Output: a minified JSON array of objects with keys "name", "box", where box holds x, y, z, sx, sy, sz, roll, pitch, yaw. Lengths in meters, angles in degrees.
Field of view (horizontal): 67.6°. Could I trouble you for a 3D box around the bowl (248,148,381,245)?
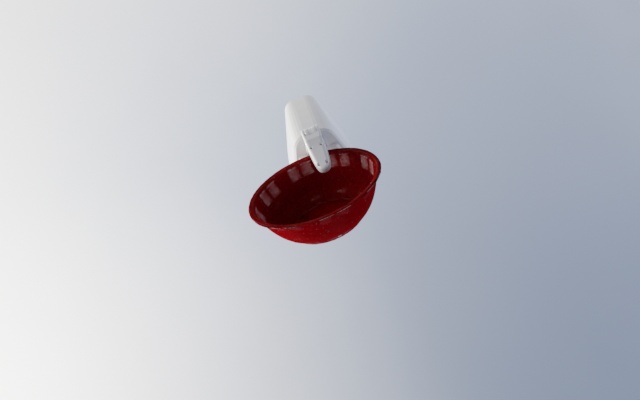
[{"name":"bowl","box":[0.000,0.003,0.560,0.162,0.055,0.162,-17,29,10]}]
